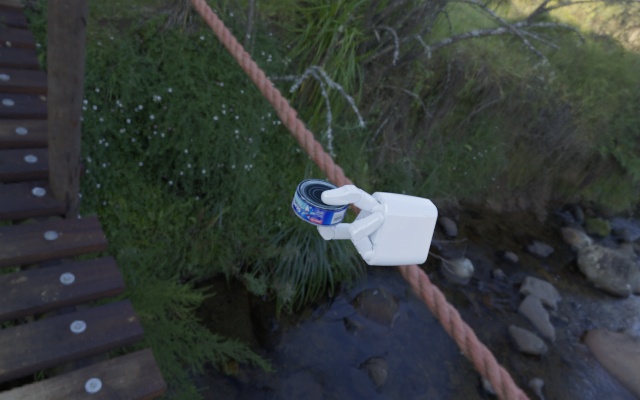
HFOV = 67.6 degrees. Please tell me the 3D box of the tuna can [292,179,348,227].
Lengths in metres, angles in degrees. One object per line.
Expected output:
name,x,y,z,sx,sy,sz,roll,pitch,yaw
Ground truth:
tuna can,0.000,0.002,0.753,0.086,0.034,0.086,13,32,-8
